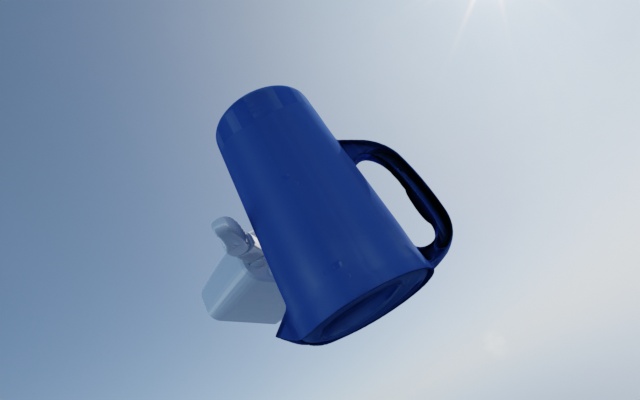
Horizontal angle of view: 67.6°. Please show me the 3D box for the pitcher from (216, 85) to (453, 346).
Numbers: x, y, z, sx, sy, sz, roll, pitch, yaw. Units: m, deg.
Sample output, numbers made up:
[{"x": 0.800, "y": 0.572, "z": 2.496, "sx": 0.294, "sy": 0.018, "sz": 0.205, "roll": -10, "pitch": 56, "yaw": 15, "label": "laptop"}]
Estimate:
[{"x": 0.000, "y": 0.002, "z": 0.465, "sx": 0.149, "sy": 0.242, "sz": 0.145, "roll": -7, "pitch": -33, "yaw": -42, "label": "pitcher"}]
